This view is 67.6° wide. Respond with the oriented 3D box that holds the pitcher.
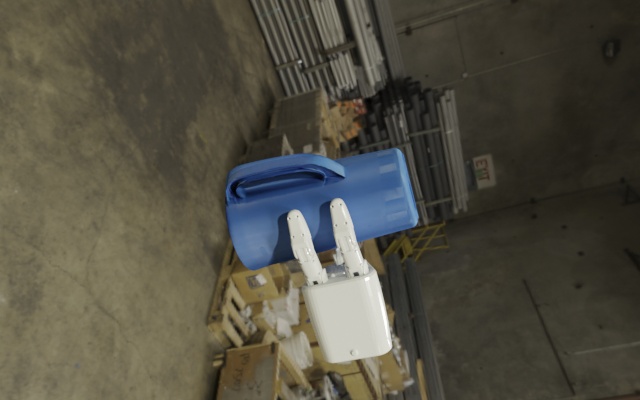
[{"bbox_3d":[0.000,0.002,0.643,0.243,0.145,0.149,-14,4,11],"label":"pitcher"}]
